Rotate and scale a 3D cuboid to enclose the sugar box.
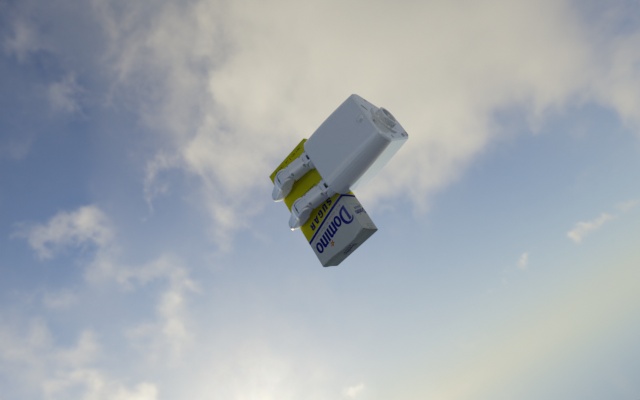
[{"bbox_3d":[0.000,0.002,0.718,0.093,0.176,0.048,-46,-29,26],"label":"sugar box"}]
